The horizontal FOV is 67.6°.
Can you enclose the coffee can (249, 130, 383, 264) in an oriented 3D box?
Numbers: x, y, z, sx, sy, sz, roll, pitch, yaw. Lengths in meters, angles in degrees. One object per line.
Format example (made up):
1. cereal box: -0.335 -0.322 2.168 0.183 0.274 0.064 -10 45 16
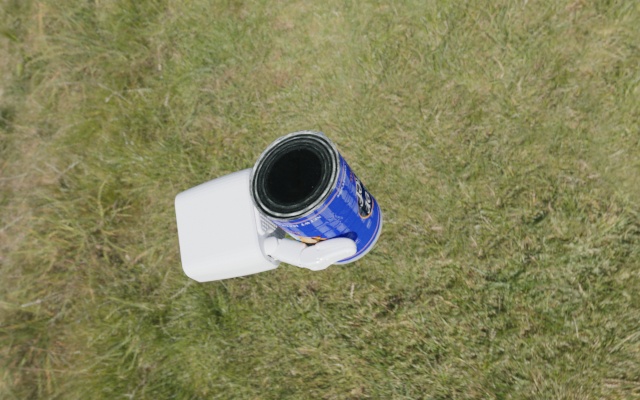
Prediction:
1. coffee can: 0.000 0.002 0.536 0.103 0.102 0.140 0 -24 26
